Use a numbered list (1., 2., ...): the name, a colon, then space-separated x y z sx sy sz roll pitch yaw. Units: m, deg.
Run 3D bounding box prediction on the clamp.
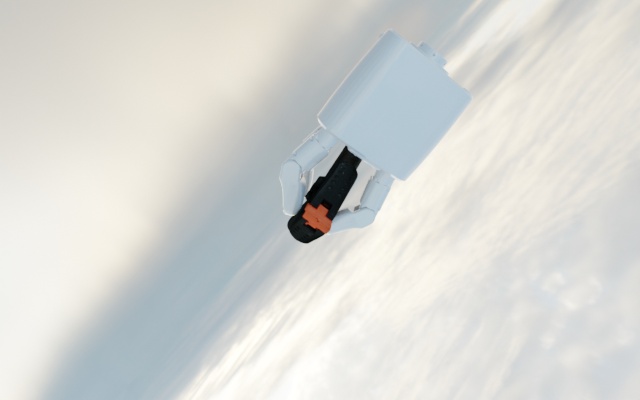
1. clamp: 0.001 0.002 0.515 0.036 0.164 0.210 35 20 -4
